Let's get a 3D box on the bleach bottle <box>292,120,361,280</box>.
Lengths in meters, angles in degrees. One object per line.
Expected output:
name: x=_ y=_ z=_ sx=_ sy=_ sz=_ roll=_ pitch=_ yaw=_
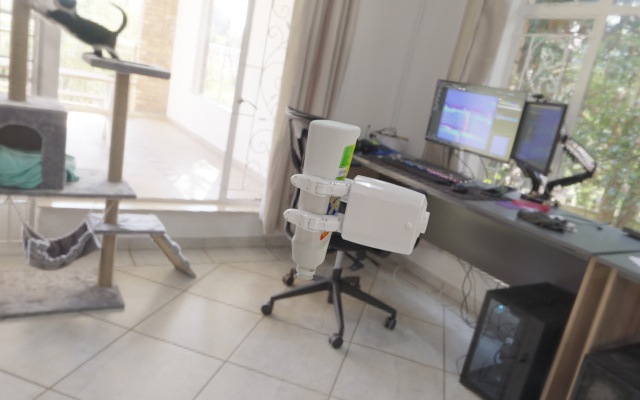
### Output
bleach bottle: x=0.000 y=0.002 z=0.758 sx=0.068 sy=0.251 sz=0.102 roll=15 pitch=14 yaw=16
